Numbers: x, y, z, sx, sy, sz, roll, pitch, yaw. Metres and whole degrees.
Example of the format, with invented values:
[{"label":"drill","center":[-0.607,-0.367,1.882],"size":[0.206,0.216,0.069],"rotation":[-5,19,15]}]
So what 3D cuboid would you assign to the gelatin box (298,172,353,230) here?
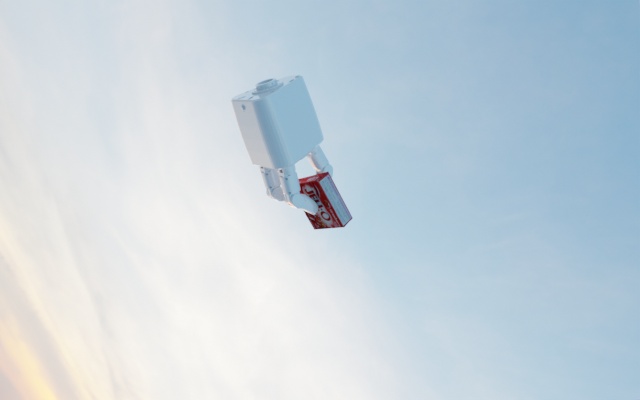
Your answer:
[{"label":"gelatin box","center":[0.001,0.003,0.759],"size":[0.073,0.089,0.030],"rotation":[-9,26,50]}]
